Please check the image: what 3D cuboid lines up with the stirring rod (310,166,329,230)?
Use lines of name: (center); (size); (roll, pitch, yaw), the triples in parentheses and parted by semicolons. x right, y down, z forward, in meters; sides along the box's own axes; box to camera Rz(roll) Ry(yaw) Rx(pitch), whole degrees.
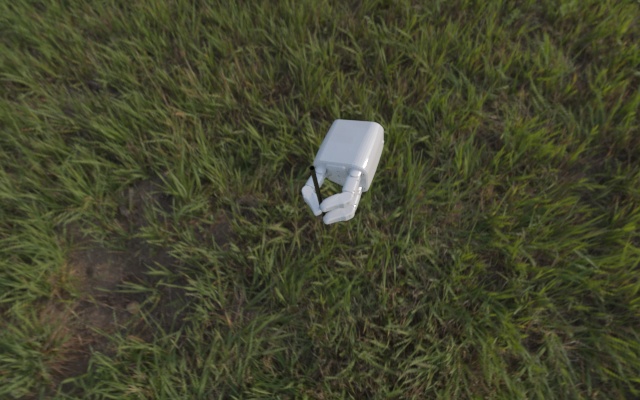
stirring rod: (0.000, 0.003, 0.845); (0.011, 0.011, 0.240); (0, -26, 7)
